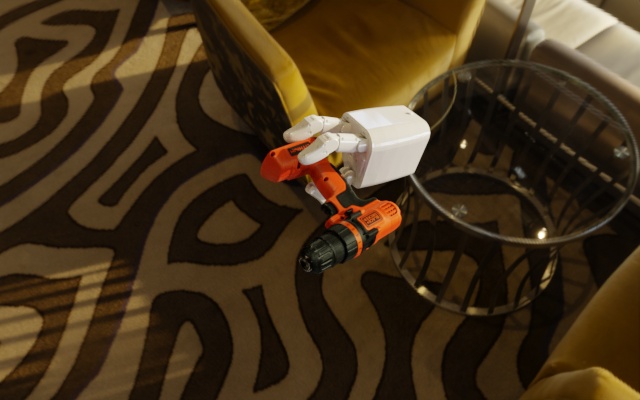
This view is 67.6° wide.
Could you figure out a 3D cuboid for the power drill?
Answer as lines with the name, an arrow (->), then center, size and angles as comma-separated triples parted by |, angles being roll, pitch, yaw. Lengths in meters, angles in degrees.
power drill -> 0.000, 0.002, 0.669 | 0.184, 0.187, 0.057 | -24, -25, -41
